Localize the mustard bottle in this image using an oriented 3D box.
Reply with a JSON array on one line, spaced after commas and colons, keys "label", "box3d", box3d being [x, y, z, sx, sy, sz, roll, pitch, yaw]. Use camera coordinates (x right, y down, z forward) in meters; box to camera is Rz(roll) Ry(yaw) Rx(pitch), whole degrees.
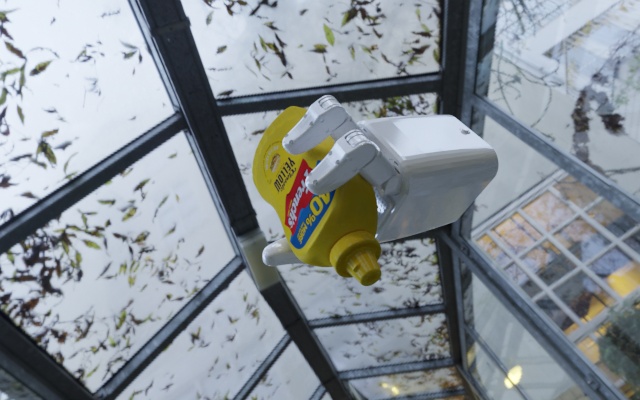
[{"label": "mustard bottle", "box3d": [0.000, 0.001, 0.424, 0.058, 0.096, 0.191, 13, 30, -38]}]
